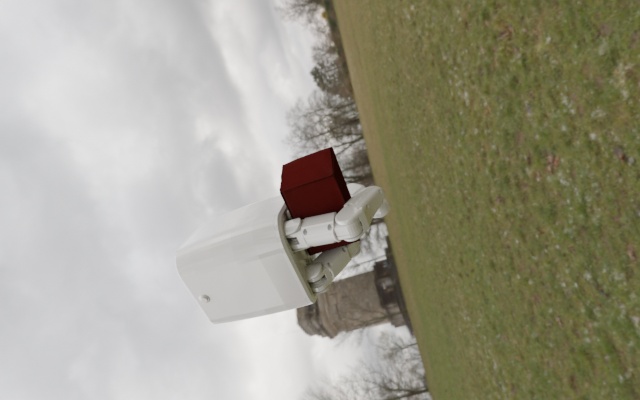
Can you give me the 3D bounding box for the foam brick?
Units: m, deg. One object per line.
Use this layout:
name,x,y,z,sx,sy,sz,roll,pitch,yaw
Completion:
foam brick,0.000,0.001,0.442,0.051,0.078,0.053,-16,31,10
